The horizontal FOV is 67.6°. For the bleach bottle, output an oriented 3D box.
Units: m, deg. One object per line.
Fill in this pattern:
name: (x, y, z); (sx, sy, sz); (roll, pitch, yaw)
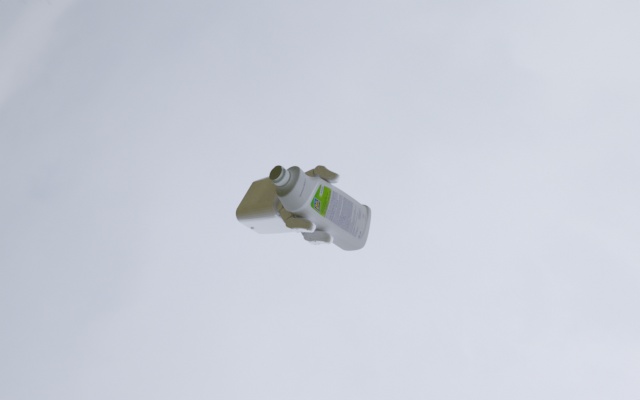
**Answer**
bleach bottle: (0.000, 0.003, 0.874); (0.068, 0.102, 0.251); (-10, -33, 36)
